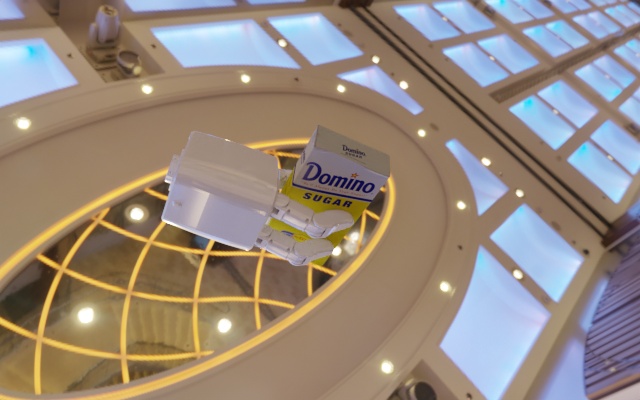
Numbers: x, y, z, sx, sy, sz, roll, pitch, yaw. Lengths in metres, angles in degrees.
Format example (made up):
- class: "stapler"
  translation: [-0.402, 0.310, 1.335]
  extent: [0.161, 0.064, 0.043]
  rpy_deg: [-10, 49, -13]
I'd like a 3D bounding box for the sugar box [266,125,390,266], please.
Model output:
- class: "sugar box"
  translation: [0.000, 0.002, 0.571]
  extent: [0.093, 0.048, 0.176]
  rpy_deg: [21, -46, -13]
